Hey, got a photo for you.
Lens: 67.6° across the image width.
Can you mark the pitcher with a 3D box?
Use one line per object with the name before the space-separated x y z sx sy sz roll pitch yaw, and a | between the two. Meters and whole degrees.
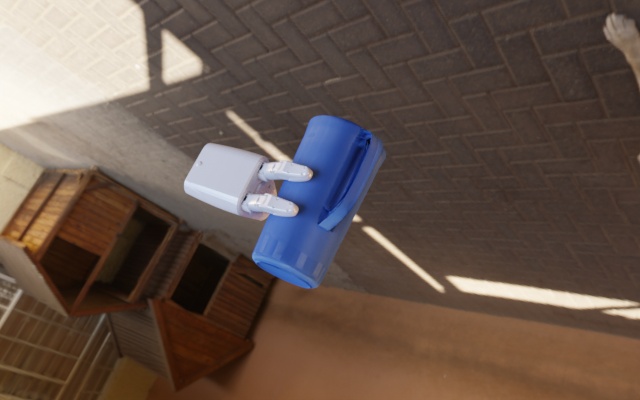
pitcher | 0.000 0.002 0.714 0.145 0.242 0.149 19 -18 19
